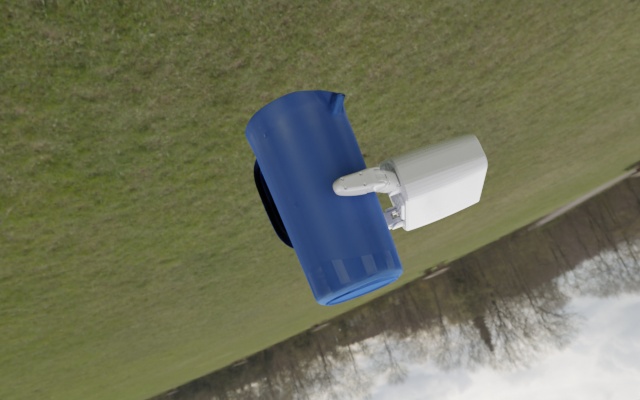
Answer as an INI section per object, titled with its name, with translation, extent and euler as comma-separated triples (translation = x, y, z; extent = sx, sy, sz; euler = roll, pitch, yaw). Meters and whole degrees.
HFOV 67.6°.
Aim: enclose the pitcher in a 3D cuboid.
[pitcher]
translation = 0.000, 0.002, 0.590
extent = 0.145, 0.242, 0.149
euler = -20, -17, -3
